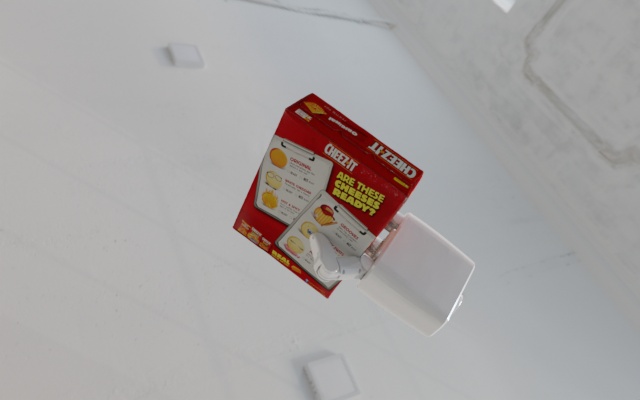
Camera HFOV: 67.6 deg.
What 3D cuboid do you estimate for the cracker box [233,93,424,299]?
[{"bbox_3d":[0.000,0.002,0.593,0.164,0.214,0.072,36,41,5],"label":"cracker box"}]
